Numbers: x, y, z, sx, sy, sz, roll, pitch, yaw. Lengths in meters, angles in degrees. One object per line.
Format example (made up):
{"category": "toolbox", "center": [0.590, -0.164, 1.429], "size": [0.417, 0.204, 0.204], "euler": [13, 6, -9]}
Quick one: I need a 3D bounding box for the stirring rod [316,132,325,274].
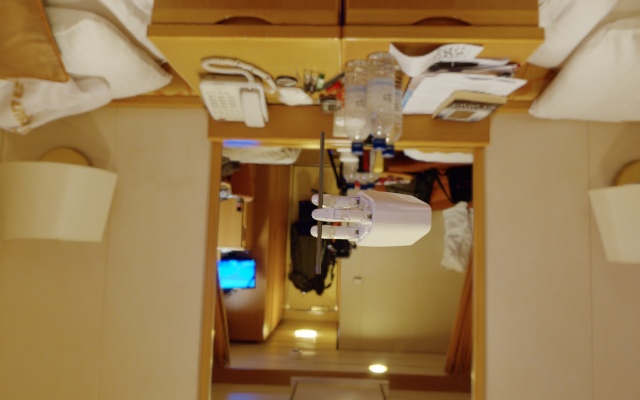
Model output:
{"category": "stirring rod", "center": [0.000, 0.003, 0.807], "size": [0.011, 0.239, 0.011], "euler": [2, -5, 0]}
